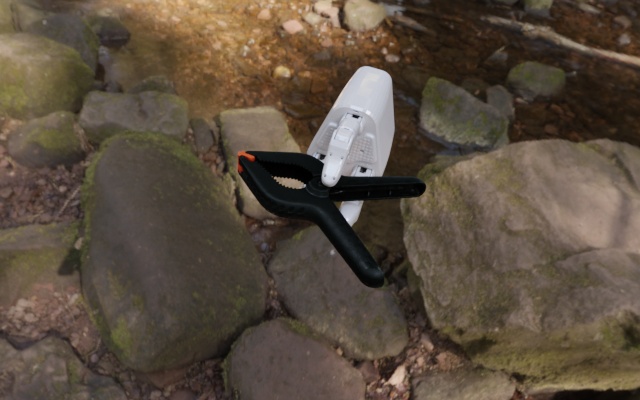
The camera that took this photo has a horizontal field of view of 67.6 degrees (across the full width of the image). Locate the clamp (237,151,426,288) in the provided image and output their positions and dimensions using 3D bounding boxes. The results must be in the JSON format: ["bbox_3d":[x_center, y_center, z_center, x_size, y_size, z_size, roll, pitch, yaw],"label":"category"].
[{"bbox_3d":[0.000,0.001,0.509,0.210,0.036,0.164,18,43,7],"label":"clamp"}]
